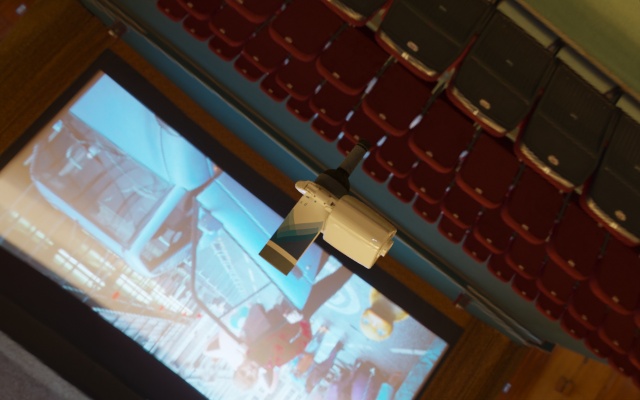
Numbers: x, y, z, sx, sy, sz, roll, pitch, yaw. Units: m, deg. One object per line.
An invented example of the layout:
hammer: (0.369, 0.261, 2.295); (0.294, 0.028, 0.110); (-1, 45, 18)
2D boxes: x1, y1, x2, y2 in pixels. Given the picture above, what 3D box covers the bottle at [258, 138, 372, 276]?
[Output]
bottle: (0.000, 0.003, 0.891); (0.069, 0.295, 0.069); (36, -11, 8)
